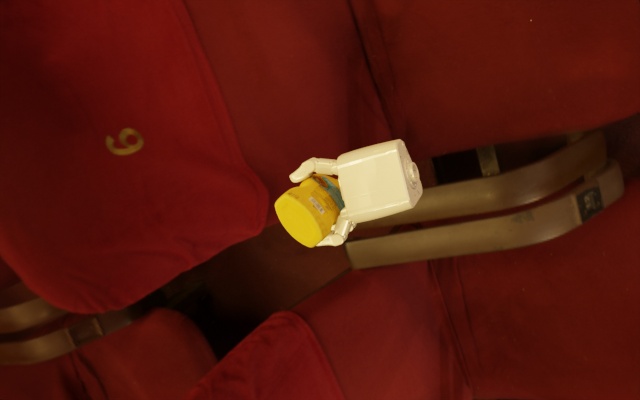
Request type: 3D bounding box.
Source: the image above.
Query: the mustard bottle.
[{"bbox_3d":[0.000,0.003,0.826,0.058,0.096,0.191,-42,-1,30],"label":"mustard bottle"}]
